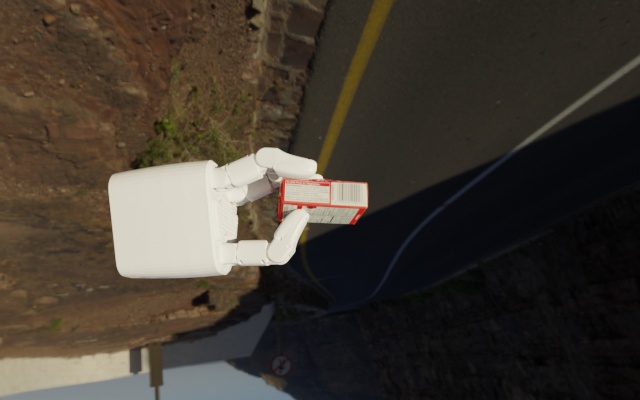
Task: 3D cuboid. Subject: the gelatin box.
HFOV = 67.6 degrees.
[{"bbox_3d":[0.000,0.002,0.506,0.089,0.030,0.073,3,-17,-5],"label":"gelatin box"}]
